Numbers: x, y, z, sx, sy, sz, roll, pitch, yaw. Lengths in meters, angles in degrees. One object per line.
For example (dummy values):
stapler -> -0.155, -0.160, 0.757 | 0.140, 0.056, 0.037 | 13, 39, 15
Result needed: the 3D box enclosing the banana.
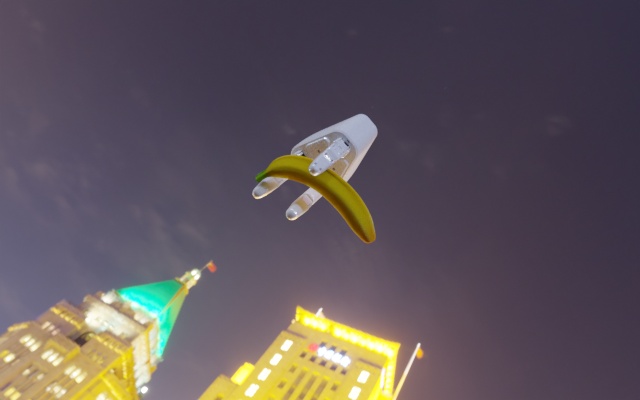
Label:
banana -> 0.004, -0.014, 0.685 | 0.198, 0.070, 0.037 | 30, 32, 9
